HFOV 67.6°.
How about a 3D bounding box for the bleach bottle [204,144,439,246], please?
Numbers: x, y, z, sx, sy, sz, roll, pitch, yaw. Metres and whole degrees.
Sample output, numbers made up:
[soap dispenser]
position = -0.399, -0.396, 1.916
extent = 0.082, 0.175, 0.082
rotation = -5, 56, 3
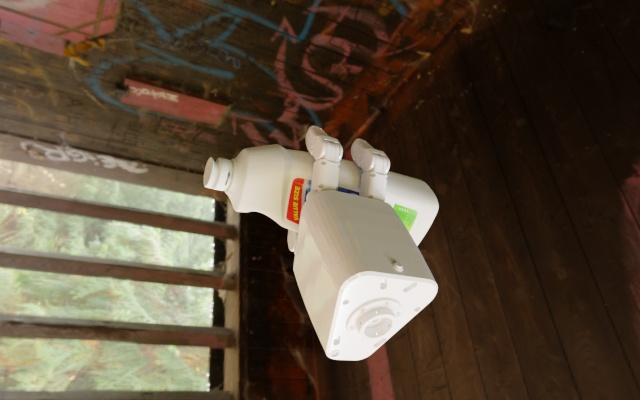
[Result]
[bleach bottle]
position = 0.000, 0.002, 0.510
extent = 0.251, 0.103, 0.068
rotation = 11, 33, -27
